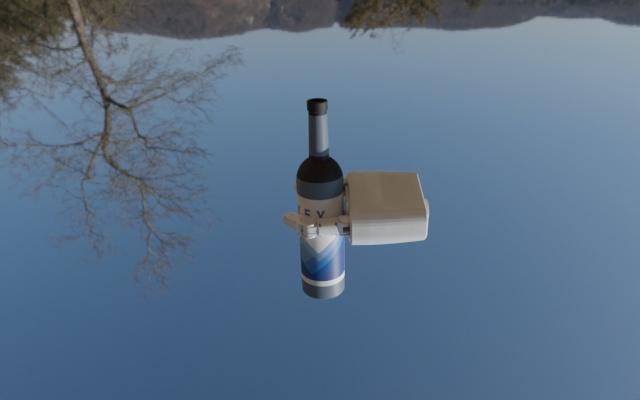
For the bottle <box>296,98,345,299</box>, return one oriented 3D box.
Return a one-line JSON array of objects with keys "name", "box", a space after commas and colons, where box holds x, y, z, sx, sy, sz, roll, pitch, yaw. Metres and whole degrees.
[{"name": "bottle", "box": [0.000, 0.002, 0.685, 0.069, 0.296, 0.069, -2, 25, 1]}]
